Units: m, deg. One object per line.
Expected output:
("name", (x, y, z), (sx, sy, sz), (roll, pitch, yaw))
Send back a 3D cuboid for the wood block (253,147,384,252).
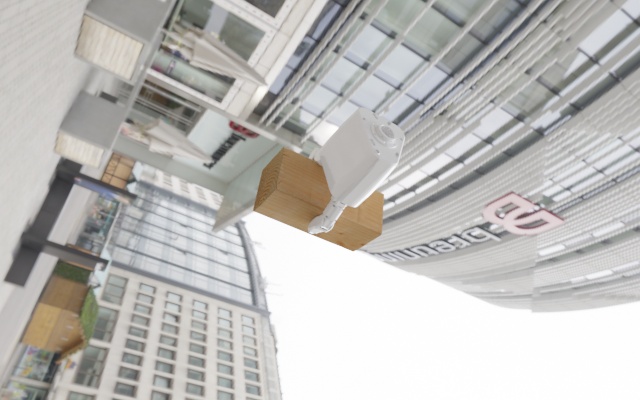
("wood block", (0.000, 0.003, 0.829), (0.206, 0.090, 0.090), (24, -36, -22))
